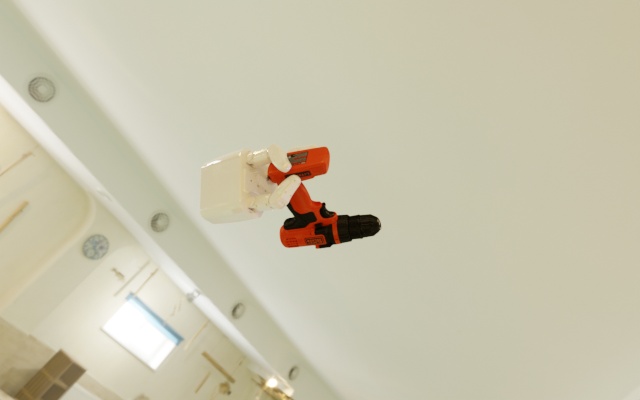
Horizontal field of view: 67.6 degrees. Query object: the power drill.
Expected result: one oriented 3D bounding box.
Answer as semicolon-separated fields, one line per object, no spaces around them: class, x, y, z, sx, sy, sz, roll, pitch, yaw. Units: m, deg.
power drill;0.000;0.002;0.814;0.184;0.188;0.057;-9;36;11
